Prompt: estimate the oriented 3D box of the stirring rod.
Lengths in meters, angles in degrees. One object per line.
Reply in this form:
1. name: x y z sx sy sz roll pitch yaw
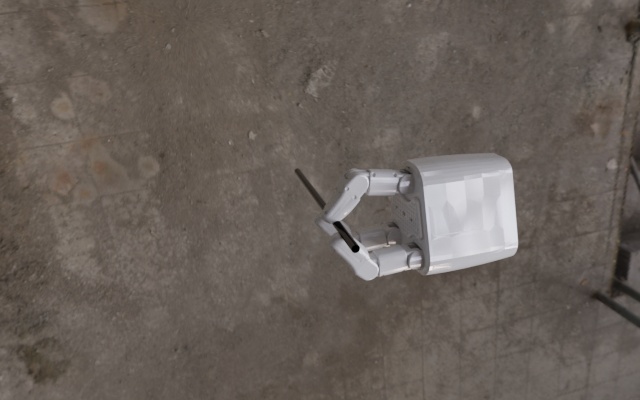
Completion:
1. stirring rod: 0.000 0.002 0.526 0.011 0.011 0.239 0 20 -16
